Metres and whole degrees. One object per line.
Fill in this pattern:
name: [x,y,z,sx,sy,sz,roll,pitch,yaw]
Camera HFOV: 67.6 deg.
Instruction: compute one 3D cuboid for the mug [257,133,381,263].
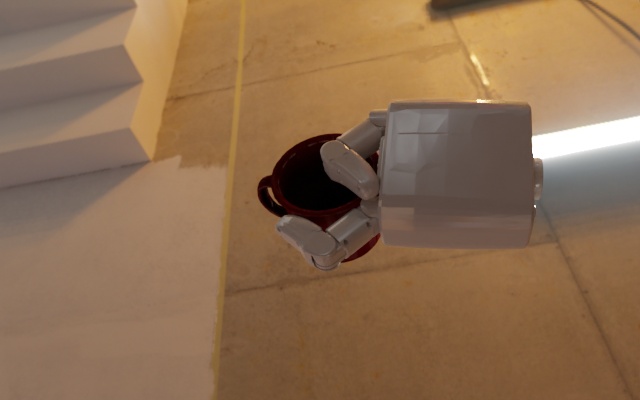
mug: [-0.001,0.002,0.426,0.117,0.093,0.082,2,-39,16]
